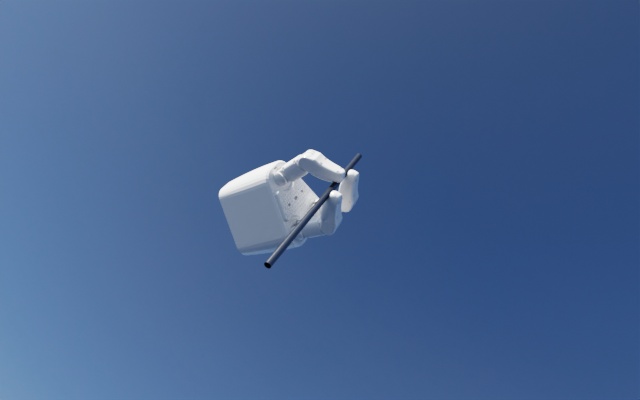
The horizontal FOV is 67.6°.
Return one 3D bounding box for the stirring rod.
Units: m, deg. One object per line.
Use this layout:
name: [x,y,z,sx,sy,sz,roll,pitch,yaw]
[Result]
stirring rod: [0.000,0.002,0.559,0.011,0.011,0.239,0,31,31]
